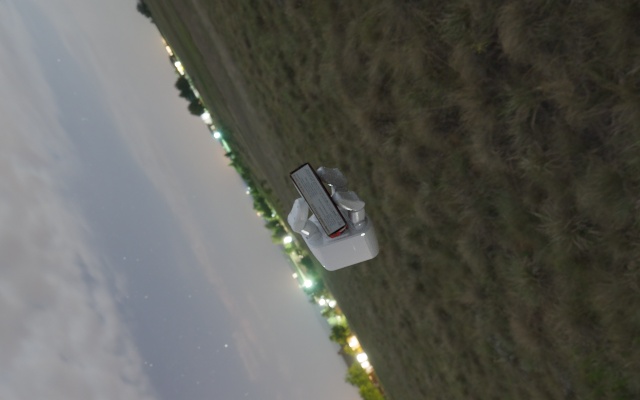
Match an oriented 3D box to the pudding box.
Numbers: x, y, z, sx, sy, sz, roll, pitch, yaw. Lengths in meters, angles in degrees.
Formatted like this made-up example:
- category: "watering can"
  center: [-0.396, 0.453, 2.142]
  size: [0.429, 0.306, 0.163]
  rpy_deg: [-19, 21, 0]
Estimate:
- category: "pudding box"
  center: [0.000, 0.002, 0.730]
  size: [0.039, 0.113, 0.090]
  rpy_deg: [-34, -7, -1]
